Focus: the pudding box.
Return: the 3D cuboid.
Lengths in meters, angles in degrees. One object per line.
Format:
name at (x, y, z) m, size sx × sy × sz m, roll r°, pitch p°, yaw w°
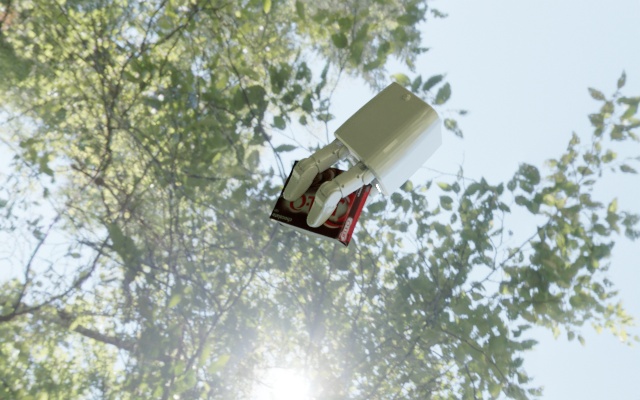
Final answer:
pudding box at (0.000, 0.002, 0.626) m, size 0.113 × 0.090 × 0.039 m, roll 14°, pitch -17°, yaw 35°
